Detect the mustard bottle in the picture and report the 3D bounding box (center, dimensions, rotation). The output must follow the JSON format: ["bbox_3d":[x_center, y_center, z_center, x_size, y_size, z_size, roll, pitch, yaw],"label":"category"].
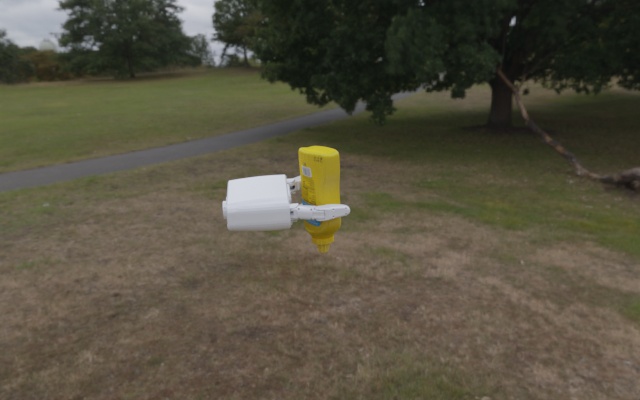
[{"bbox_3d":[0.000,0.003,0.856,0.058,0.192,0.096,-12,19,-29],"label":"mustard bottle"}]
